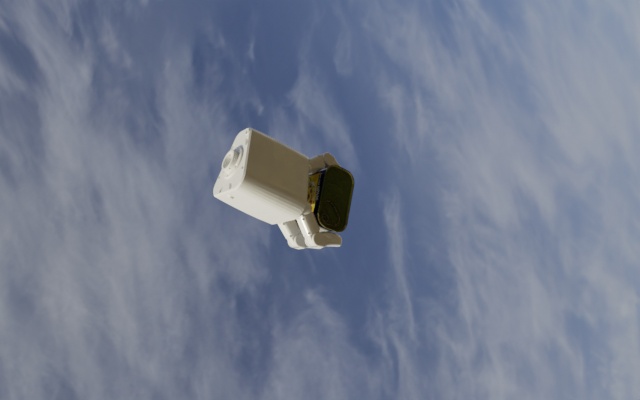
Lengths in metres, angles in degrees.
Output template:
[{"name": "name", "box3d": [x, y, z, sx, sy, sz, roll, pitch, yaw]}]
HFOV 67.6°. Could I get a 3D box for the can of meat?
[{"name": "can of meat", "box3d": [0.000, 0.002, 0.756, 0.057, 0.102, 0.084, 23, -22, -33]}]
